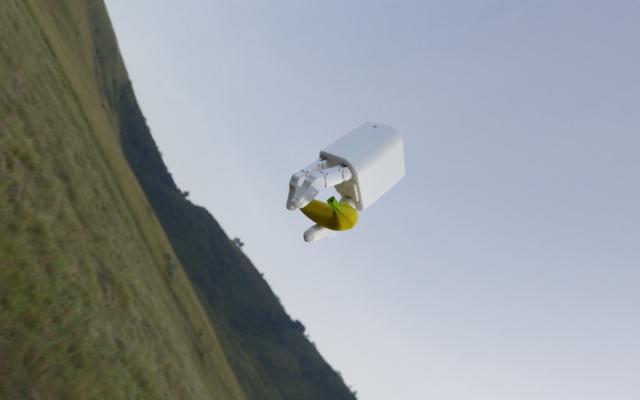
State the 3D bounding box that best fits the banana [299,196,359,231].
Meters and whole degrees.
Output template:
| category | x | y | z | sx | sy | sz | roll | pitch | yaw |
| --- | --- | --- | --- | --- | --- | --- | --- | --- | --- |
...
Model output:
| category | x | y | z | sx | sy | sz | roll | pitch | yaw |
| --- | --- | --- | --- | --- | --- | --- | --- | --- | --- |
| banana | 0.013 | 0.016 | 0.723 | 0.037 | 0.069 | 0.198 | -43 | 11 | -14 |
